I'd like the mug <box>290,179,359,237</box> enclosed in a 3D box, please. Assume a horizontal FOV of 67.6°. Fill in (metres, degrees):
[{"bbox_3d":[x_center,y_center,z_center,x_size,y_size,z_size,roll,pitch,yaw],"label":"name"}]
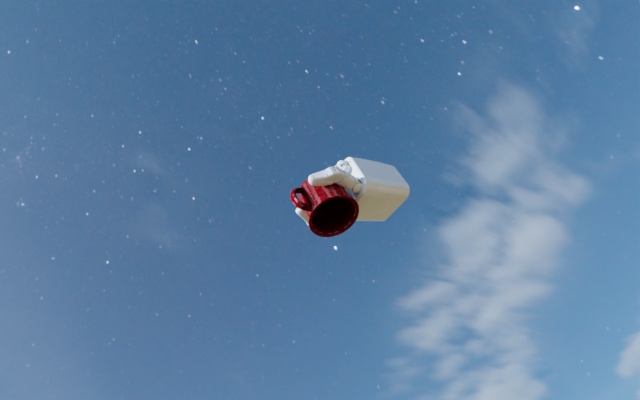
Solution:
[{"bbox_3d":[-0.001,0.003,0.841,0.117,0.093,0.081,7,34,-29],"label":"mug"}]
